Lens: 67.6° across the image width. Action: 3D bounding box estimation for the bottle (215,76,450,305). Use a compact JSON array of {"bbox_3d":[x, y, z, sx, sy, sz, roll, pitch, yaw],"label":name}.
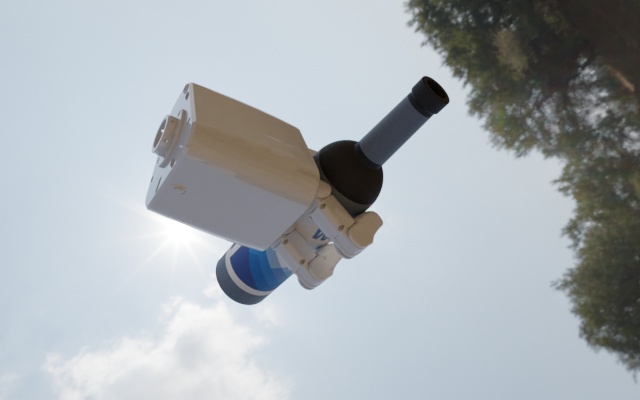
[{"bbox_3d":[0.000,0.002,0.436,0.069,0.069,0.296,0,-34,-44],"label":"bottle"}]
